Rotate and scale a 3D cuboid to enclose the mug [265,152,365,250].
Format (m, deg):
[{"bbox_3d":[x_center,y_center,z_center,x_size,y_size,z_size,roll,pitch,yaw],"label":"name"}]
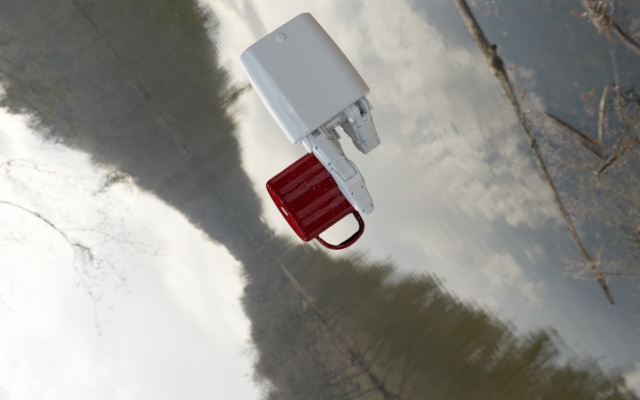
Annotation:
[{"bbox_3d":[0.001,0.003,0.527,0.081,0.117,0.093,-35,0,-10],"label":"mug"}]
